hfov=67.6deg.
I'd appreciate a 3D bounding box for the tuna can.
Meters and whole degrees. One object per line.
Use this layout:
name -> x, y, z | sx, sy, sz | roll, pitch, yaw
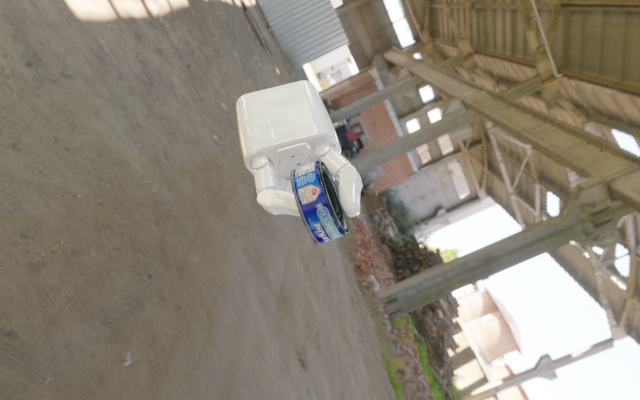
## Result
tuna can -> 0.001, 0.002, 0.510 | 0.034, 0.086, 0.086 | -20, -4, 10
